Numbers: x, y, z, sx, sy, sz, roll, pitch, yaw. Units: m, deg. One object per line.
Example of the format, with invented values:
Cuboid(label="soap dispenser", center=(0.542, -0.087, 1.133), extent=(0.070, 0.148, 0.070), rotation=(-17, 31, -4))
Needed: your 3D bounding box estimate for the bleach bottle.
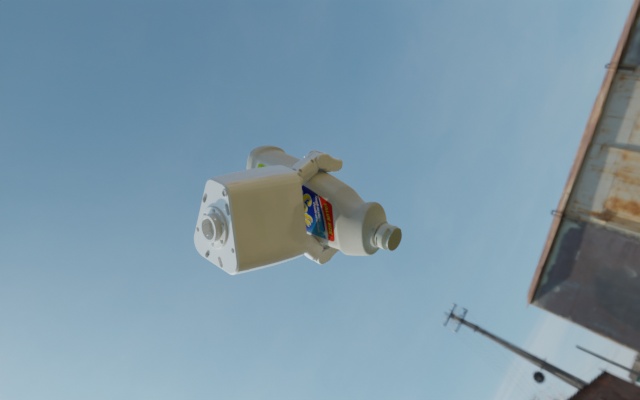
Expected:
Cuboid(label="bleach bottle", center=(0.000, 0.002, 0.640), extent=(0.250, 0.102, 0.068), rotation=(22, 23, 40))
